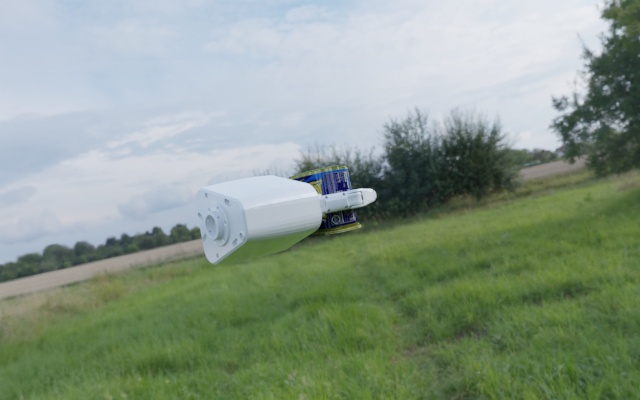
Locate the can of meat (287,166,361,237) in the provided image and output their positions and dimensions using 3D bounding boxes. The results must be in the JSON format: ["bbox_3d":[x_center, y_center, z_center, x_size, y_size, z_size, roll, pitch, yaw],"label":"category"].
[{"bbox_3d":[0.000,0.002,0.639,0.057,0.084,0.102,-11,0,-37],"label":"can of meat"}]
